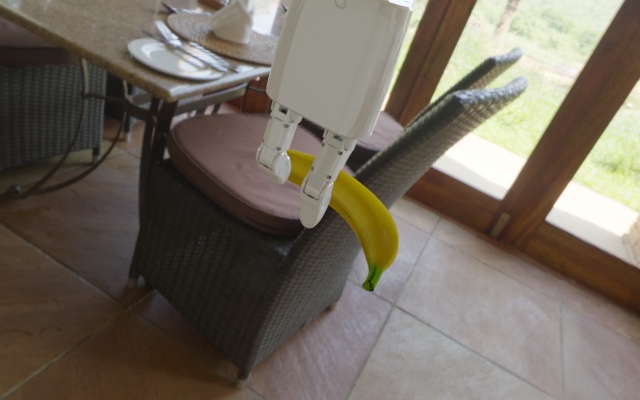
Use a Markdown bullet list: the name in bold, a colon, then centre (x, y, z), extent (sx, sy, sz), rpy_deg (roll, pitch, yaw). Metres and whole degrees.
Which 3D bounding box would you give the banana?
- **banana**: centre (0.017, 0.000, 0.469), extent (0.069, 0.037, 0.197), rpy_deg (-12, 46, -35)
